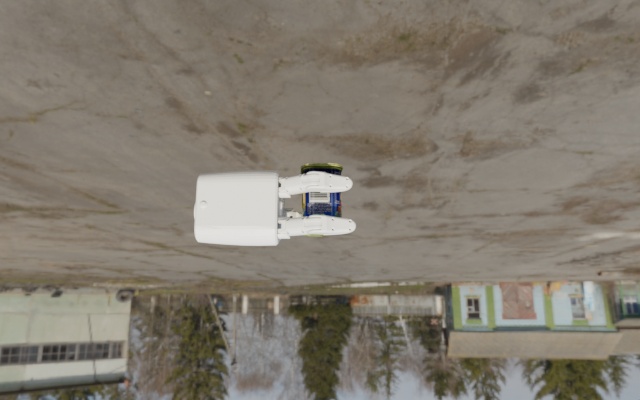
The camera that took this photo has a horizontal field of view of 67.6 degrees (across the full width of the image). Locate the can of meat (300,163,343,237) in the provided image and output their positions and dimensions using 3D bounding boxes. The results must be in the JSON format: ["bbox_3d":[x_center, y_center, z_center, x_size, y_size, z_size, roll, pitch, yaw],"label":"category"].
[{"bbox_3d":[0.000,0.003,0.665,0.057,0.084,0.102,1,-13,-3],"label":"can of meat"}]
